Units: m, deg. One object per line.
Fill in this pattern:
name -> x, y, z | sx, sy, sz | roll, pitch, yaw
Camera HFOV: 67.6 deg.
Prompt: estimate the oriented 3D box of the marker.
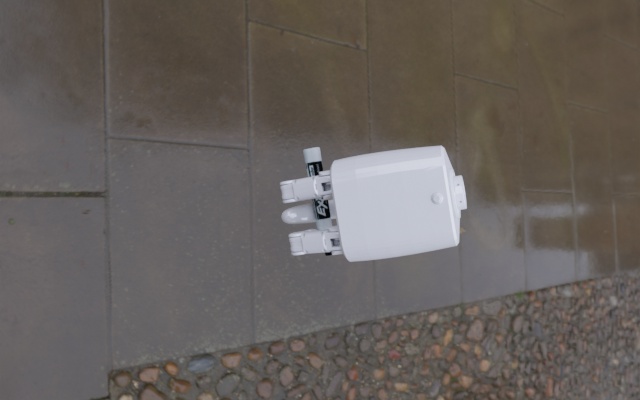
marker -> 0.000, 0.002, 0.533 | 0.020, 0.121, 0.020 | -10, 2, 0
